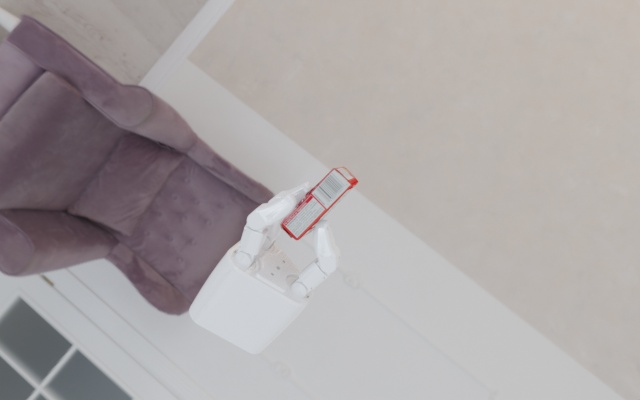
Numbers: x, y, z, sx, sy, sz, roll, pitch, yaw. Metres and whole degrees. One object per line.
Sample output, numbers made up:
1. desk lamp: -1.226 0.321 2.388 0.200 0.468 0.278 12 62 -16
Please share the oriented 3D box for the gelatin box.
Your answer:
1. gelatin box: 0.001 0.002 0.542 0.089 0.030 0.073 -46 -4 11
